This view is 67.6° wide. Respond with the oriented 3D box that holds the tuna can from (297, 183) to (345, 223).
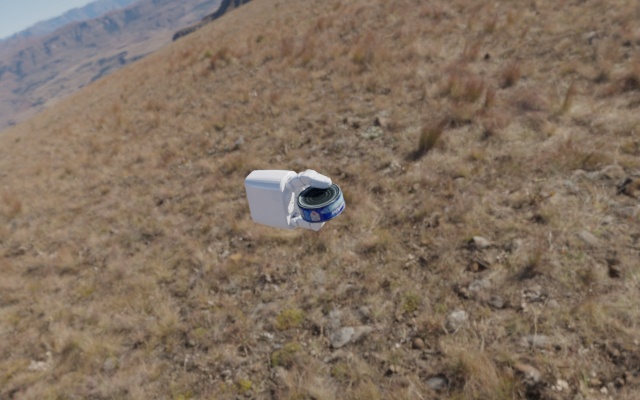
[{"bbox_3d":[0.000,0.002,0.878,0.086,0.034,0.086,-12,32,8],"label":"tuna can"}]
